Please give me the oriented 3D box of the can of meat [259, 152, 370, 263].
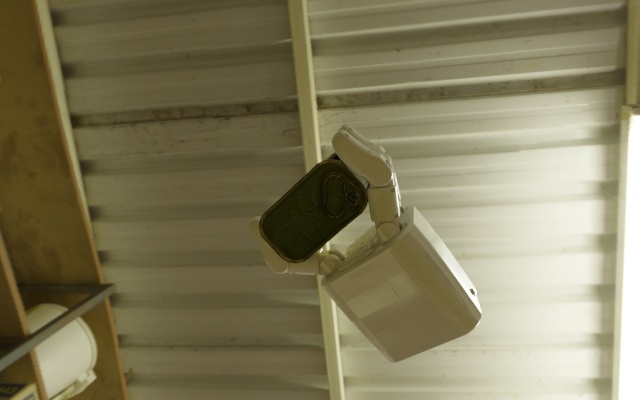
[{"bbox_3d":[0.000,0.001,0.456,0.102,0.057,0.084,-42,3,17],"label":"can of meat"}]
